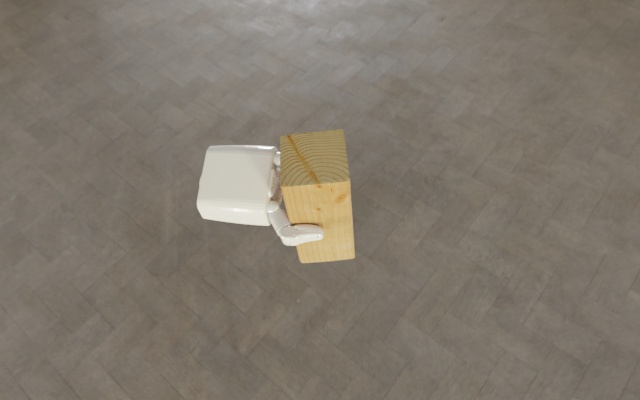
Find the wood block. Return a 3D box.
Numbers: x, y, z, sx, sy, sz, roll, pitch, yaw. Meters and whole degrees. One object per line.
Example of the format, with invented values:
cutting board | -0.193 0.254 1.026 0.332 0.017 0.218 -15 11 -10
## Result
wood block | 0.000 0.003 0.704 0.090 0.090 0.206 -5 -35 3
